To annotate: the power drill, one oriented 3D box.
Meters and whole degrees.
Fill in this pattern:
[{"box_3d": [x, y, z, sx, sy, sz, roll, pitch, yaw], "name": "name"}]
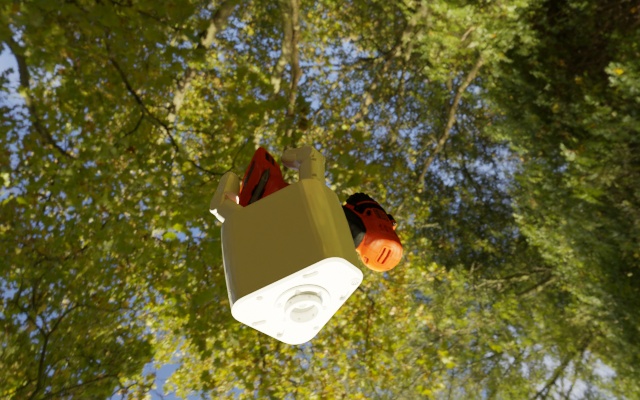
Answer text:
[{"box_3d": [0.000, 0.002, 0.570, 0.187, 0.057, 0.184, 23, 13, -12], "name": "power drill"}]
